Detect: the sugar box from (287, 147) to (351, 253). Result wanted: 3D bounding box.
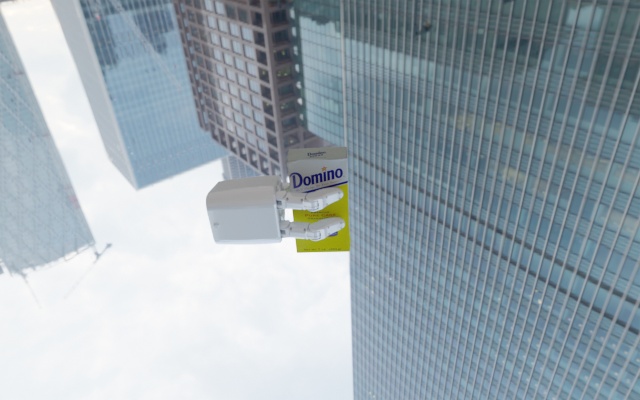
[{"bbox_3d":[0.000,0.003,0.766,0.093,0.176,0.048,-3,34,3],"label":"sugar box"}]
